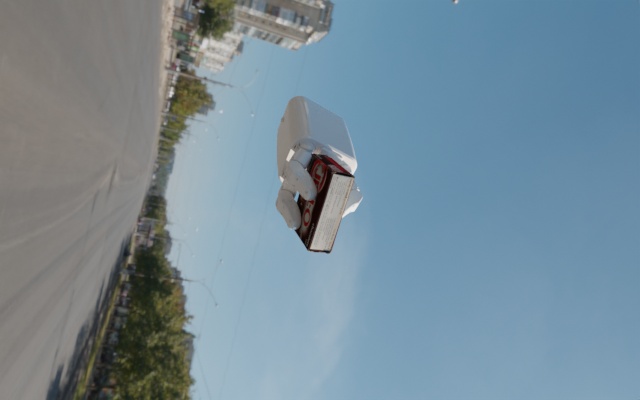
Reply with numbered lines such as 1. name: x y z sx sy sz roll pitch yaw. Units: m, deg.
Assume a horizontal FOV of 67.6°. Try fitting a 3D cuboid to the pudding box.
1. pudding box: 0.000 0.002 0.645 0.039 0.113 0.090 9 17 -21
